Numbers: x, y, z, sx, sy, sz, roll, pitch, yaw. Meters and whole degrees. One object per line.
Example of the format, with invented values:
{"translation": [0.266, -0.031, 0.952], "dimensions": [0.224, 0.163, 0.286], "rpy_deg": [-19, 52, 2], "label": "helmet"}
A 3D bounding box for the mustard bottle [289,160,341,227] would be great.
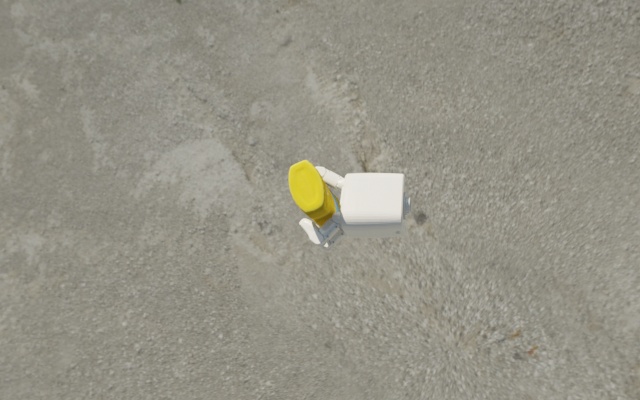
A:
{"translation": [0.000, 0.003, 0.872], "dimensions": [0.058, 0.096, 0.192], "rpy_deg": [-25, -22, 7], "label": "mustard bottle"}
